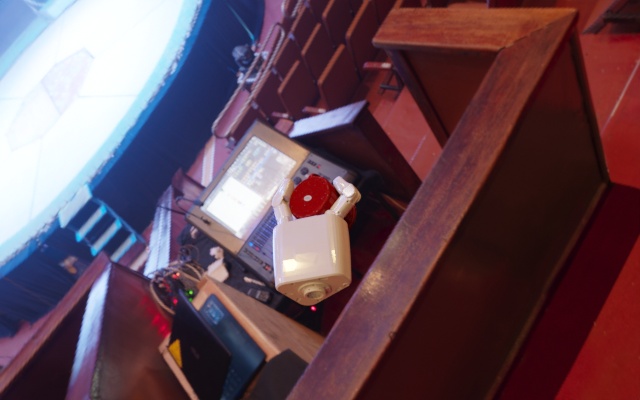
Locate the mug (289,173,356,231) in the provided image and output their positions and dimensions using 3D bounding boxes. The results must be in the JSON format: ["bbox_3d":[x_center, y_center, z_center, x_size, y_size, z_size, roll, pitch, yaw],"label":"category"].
[{"bbox_3d":[0.000,0.001,0.812,0.093,0.117,0.081,-23,-40,22],"label":"mug"}]
